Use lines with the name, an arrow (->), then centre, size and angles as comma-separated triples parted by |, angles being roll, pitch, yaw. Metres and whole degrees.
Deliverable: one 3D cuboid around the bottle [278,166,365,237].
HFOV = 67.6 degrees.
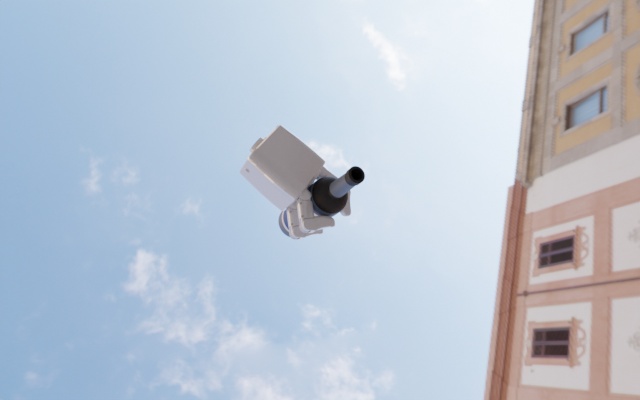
bottle -> 0.000, 0.003, 0.839 | 0.069, 0.069, 0.296 | 0, -16, -23
